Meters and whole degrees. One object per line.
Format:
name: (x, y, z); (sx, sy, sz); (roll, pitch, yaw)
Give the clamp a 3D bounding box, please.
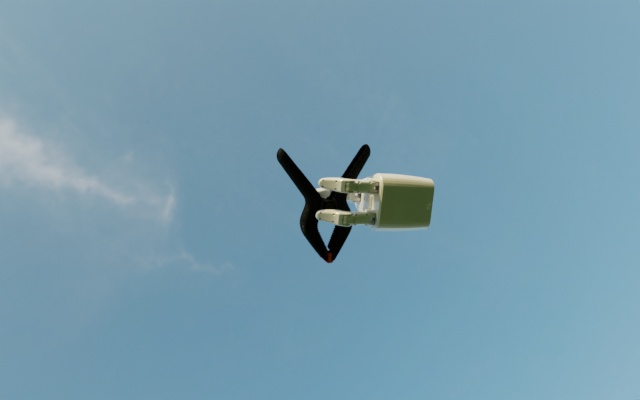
clamp: (0.000, 0.003, 0.820); (0.164, 0.210, 0.036); (3, 8, -17)
